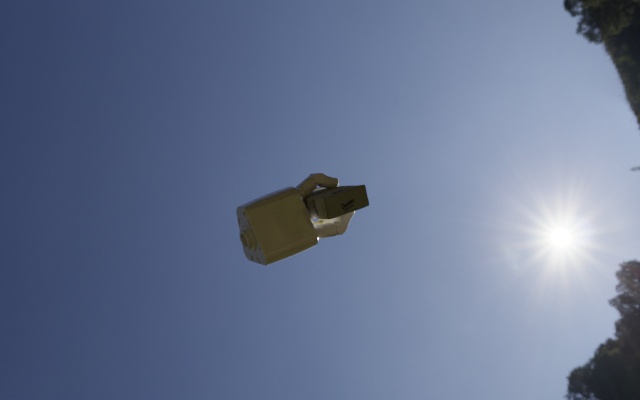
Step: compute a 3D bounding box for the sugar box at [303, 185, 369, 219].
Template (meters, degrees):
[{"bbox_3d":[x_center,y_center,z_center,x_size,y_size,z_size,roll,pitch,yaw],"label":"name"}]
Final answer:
[{"bbox_3d":[0.000,0.003,0.891,0.093,0.048,0.176,-18,12,-30],"label":"sugar box"}]
